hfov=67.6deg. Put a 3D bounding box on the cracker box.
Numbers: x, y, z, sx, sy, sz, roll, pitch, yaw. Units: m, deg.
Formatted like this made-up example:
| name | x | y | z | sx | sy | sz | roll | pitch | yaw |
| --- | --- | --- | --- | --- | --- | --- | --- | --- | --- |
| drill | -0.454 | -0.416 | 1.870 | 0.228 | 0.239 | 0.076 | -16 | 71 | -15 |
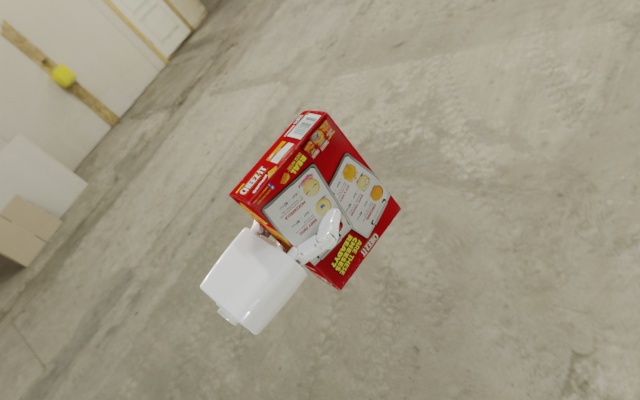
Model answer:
| name | x | y | z | sx | sy | sz | roll | pitch | yaw |
| --- | --- | --- | --- | --- | --- | --- | --- | --- | --- |
| cracker box | 0.000 | 0.002 | 0.692 | 0.072 | 0.164 | 0.214 | 21 | -22 | 53 |
